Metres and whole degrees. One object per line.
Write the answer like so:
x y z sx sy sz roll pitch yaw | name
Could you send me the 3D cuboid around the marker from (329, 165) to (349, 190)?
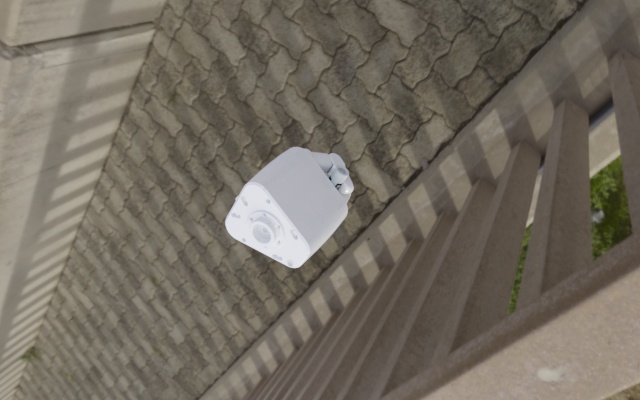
0.000 0.002 0.628 0.020 0.020 0.121 0 -41 -37 | marker
